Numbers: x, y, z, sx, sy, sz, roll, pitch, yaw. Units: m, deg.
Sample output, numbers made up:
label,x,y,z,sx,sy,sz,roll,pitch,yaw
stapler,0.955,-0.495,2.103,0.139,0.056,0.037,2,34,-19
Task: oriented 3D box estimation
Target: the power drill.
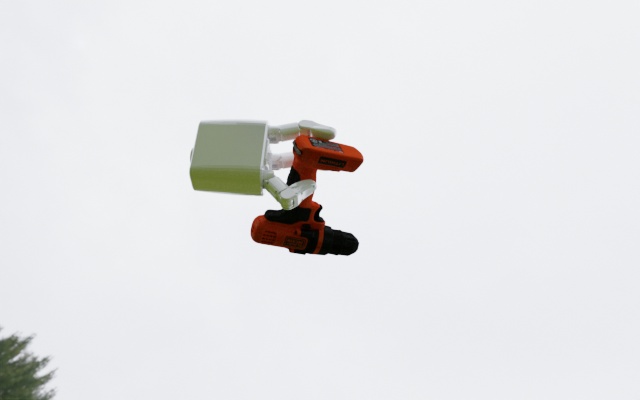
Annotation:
label,x,y,z,sx,sy,sz,roll,pitch,yaw
power drill,0.000,0.002,0.742,0.184,0.188,0.057,10,25,-22
